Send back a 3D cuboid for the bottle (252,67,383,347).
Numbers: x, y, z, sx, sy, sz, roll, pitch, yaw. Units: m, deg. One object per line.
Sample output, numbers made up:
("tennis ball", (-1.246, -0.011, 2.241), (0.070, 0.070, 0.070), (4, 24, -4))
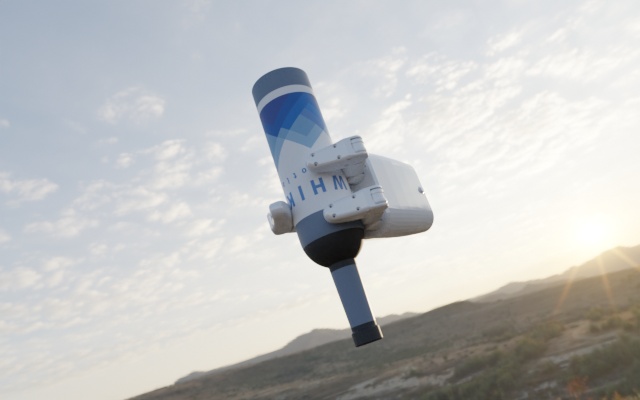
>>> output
("bottle", (0.000, 0.001, 0.493), (0.069, 0.295, 0.069), (-17, -19, -6))
